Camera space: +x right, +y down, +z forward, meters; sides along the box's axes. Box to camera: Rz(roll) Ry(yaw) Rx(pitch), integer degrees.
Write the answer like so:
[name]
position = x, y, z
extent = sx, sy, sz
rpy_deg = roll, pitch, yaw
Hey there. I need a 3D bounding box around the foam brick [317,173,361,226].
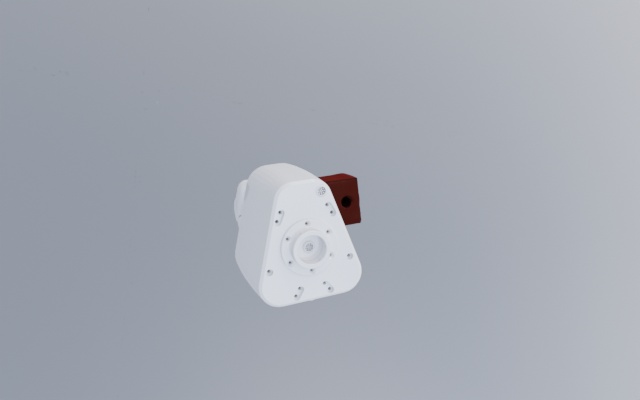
[foam brick]
position = 0.000, 0.002, 0.533
extent = 0.078, 0.053, 0.051
rpy_deg = -10, 11, -17
